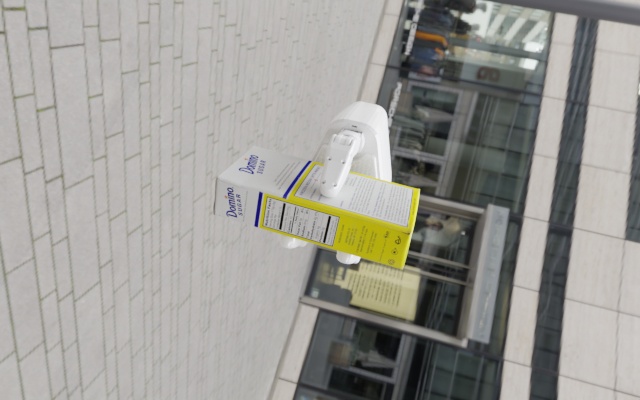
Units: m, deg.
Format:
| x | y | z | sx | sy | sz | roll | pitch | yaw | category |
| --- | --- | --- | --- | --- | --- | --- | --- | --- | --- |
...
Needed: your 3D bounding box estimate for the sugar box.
| x | y | z | sx | sy | sz | roll | pitch | yaw | category |
| --- | --- | --- | --- | --- | --- | --- | --- | --- | --- |
| 0.000 | 0.002 | 0.448 | 0.176 | 0.048 | 0.093 | 14 | 27 | 9 | sugar box |
